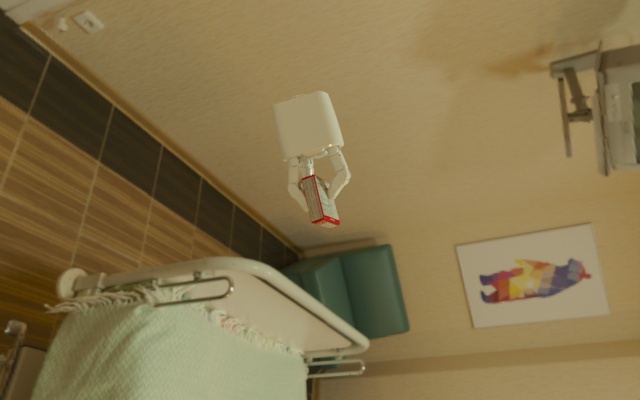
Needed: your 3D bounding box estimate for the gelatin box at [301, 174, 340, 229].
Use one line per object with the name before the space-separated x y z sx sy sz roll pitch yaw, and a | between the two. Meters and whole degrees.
gelatin box | 0.001 0.003 0.883 0.030 0.089 0.073 -21 -19 20
